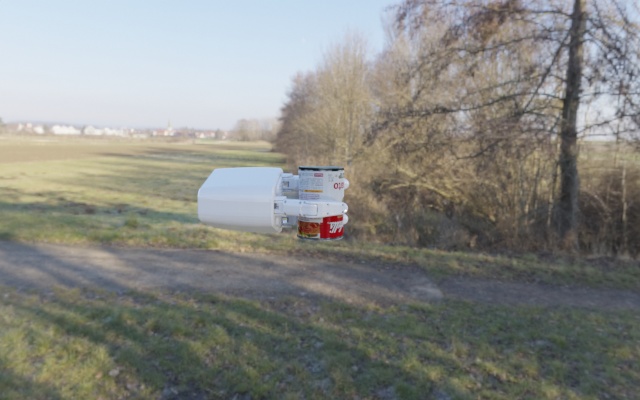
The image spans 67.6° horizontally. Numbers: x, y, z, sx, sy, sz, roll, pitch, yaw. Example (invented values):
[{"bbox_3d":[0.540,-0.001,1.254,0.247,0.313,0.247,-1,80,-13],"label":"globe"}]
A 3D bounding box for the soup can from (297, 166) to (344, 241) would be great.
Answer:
[{"bbox_3d":[0.001,0.002,0.691,0.068,0.102,0.068,1,7,0],"label":"soup can"}]
